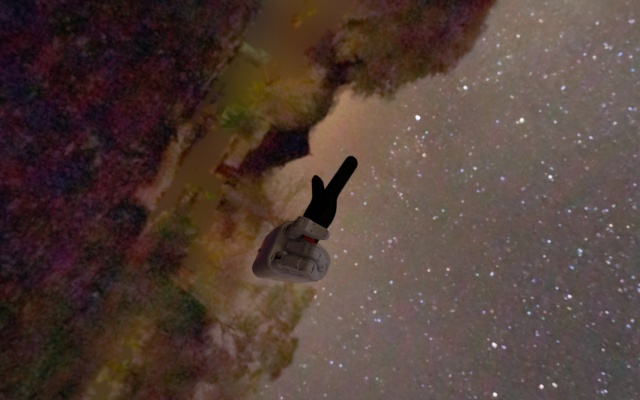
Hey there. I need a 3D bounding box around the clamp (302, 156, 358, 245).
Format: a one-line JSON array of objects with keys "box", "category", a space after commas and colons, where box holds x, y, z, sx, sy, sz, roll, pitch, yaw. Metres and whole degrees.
[{"box": [0.001, 0.003, 0.849, 0.039, 0.171, 0.120, 35, -26, -17], "category": "clamp"}]
